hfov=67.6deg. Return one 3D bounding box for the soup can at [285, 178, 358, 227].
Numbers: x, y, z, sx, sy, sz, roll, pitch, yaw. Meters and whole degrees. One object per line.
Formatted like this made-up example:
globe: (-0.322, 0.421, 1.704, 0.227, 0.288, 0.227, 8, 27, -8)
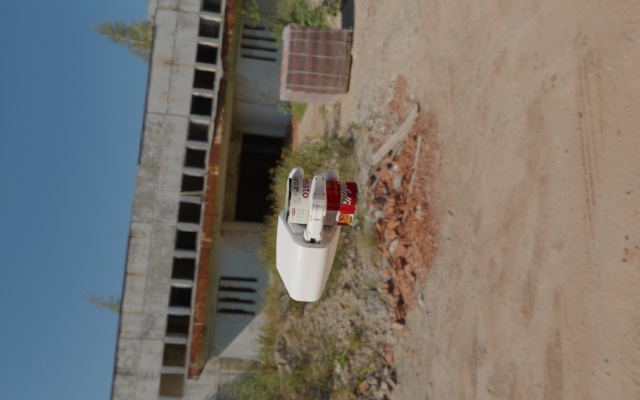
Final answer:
soup can: (0.000, 0.002, 0.714, 0.102, 0.068, 0.068, 4, -1, -7)
